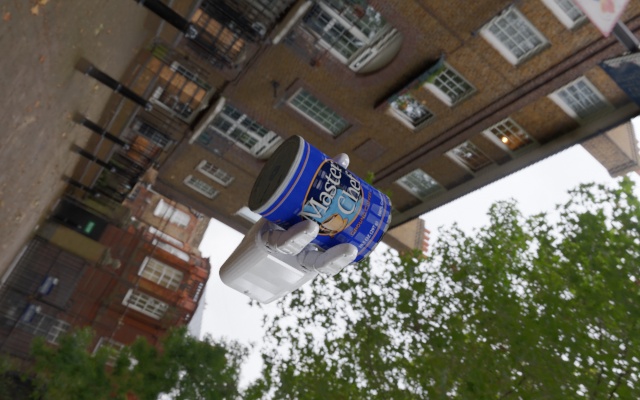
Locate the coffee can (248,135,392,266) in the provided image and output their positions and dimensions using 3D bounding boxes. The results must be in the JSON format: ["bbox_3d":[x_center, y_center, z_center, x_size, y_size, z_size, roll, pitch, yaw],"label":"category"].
[{"bbox_3d":[0.000,0.002,0.573,0.140,0.103,0.103,32,-13,-22],"label":"coffee can"}]
